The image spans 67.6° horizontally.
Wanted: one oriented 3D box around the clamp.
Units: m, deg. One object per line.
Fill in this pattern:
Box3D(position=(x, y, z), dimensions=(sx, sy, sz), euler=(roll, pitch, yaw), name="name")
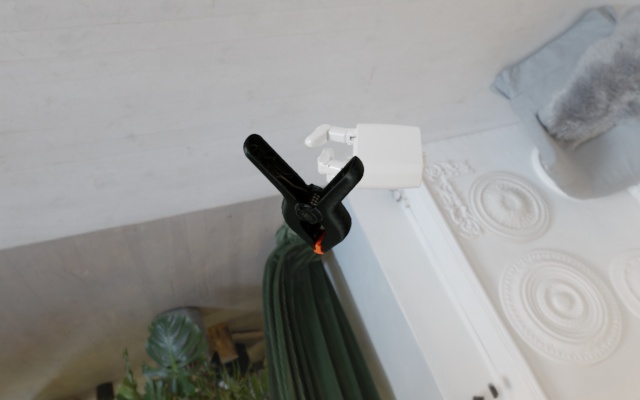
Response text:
Box3D(position=(0.000, 0.002, 0.489), dimensions=(0.120, 0.039, 0.172), euler=(15, -30, 30), name="clamp")
